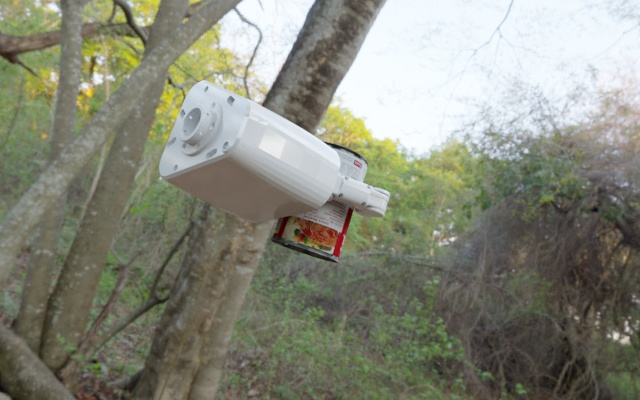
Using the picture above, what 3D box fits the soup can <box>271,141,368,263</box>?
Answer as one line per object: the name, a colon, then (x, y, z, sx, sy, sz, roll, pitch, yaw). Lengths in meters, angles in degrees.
soup can: (0.001, 0.001, 0.464, 0.068, 0.102, 0.068, 18, -10, 3)
